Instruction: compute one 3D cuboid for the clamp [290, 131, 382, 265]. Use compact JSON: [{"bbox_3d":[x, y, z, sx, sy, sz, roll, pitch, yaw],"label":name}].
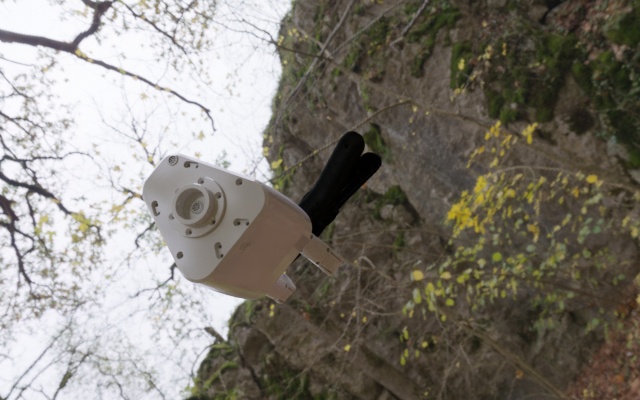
[{"bbox_3d":[0.000,0.001,0.495,0.039,0.171,0.120,38,-3,22],"label":"clamp"}]
